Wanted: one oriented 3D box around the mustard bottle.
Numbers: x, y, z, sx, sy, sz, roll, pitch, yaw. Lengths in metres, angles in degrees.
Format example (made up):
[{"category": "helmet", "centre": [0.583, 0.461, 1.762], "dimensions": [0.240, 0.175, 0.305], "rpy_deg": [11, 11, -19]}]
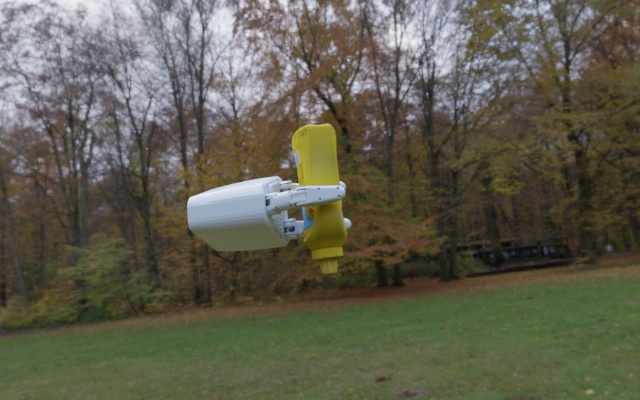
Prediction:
[{"category": "mustard bottle", "centre": [0.000, 0.002, 0.636], "dimensions": [0.058, 0.191, 0.096], "rpy_deg": [-4, -9, -13]}]
